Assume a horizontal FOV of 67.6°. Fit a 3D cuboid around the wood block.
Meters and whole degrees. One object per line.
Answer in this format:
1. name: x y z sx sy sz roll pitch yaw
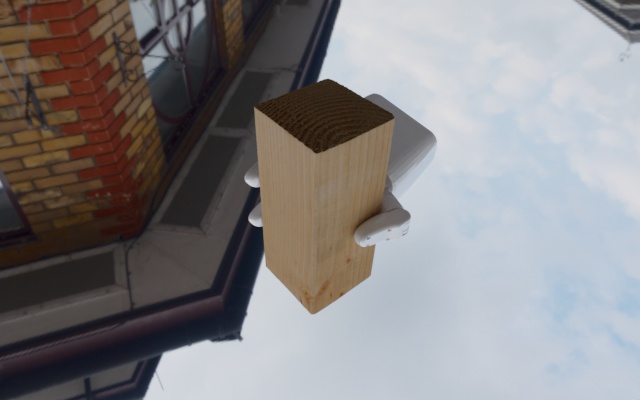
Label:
1. wood block: 0.001 0.002 0.472 0.090 0.206 0.090 -28 49 -30
